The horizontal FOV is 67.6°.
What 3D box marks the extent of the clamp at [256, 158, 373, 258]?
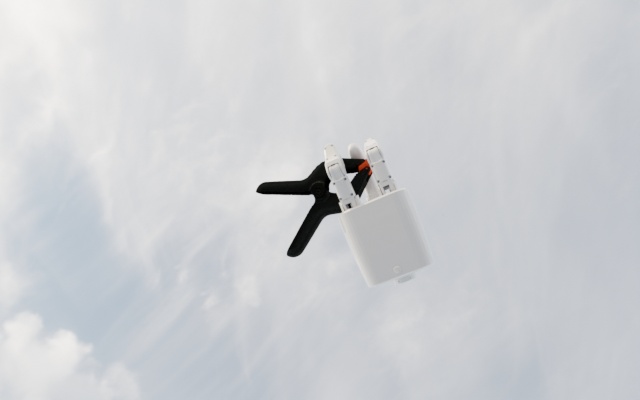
[{"bbox_3d":[0.000,0.002,0.673,0.171,0.120,0.039,-23,-11,13],"label":"clamp"}]
